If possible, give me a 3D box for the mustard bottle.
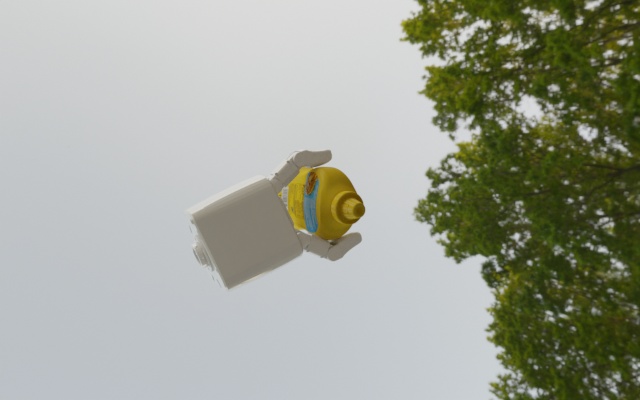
[{"bbox_3d":[0.000,0.002,0.640,0.058,0.096,0.191,0,6,-28],"label":"mustard bottle"}]
